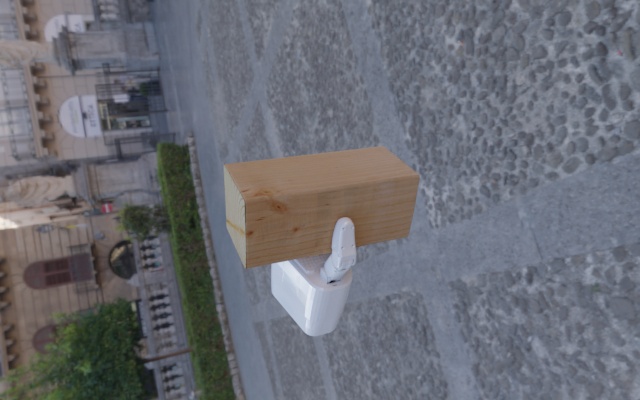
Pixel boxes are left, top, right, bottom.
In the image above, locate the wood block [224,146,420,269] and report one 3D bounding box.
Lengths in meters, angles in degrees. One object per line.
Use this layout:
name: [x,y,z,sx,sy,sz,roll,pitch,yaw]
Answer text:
wood block: [0.000,0.002,0.562,0.206,0.090,0.090,-9,33,-21]
